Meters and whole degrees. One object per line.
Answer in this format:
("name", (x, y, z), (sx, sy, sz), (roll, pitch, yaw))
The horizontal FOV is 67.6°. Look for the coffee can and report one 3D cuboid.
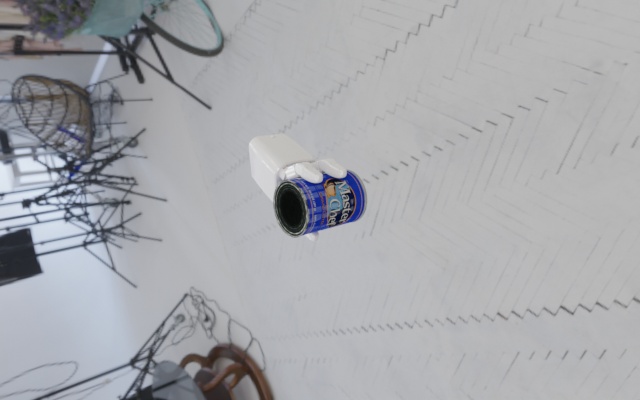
("coffee can", (0.000, 0.003, 0.869), (0.140, 0.103, 0.103), (-13, 8, -38))
